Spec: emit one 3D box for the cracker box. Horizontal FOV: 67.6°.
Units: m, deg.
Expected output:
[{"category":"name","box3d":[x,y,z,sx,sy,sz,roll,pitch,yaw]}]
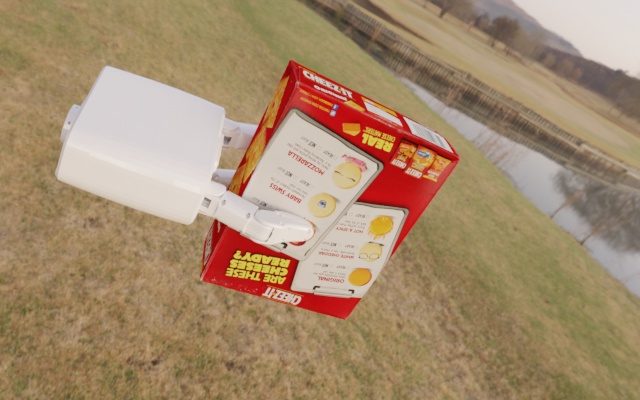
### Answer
[{"category":"cracker box","box3d":[0.000,0.001,0.458,0.164,0.214,0.072,20,28,-20]}]
